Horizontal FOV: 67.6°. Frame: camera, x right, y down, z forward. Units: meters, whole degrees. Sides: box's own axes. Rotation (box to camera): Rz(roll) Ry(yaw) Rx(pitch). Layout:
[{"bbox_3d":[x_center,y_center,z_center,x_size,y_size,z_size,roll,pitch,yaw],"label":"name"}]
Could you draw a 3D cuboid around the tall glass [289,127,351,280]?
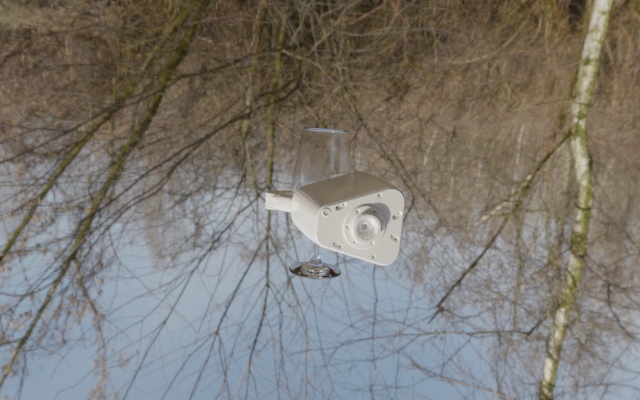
[{"bbox_3d":[0.000,0.003,0.660,0.079,0.201,0.079,4,10,-1],"label":"tall glass"}]
